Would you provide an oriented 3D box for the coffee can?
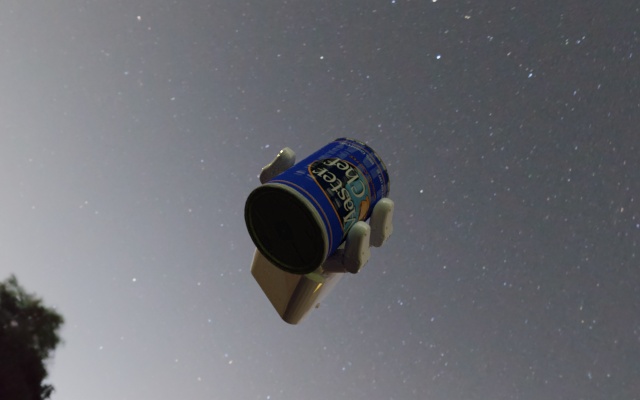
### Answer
[{"bbox_3d":[0.000,0.002,0.529,0.103,0.103,0.140,0,25,37],"label":"coffee can"}]
